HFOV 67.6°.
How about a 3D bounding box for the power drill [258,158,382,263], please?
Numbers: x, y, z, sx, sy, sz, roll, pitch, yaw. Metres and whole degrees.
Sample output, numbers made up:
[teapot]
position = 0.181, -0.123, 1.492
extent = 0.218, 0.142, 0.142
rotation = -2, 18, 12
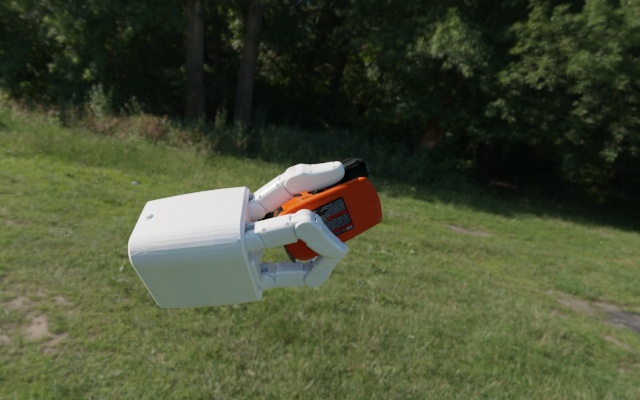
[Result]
[power drill]
position = 0.000, 0.002, 0.554
extent = 0.184, 0.057, 0.187
rotation = -27, 12, -12
